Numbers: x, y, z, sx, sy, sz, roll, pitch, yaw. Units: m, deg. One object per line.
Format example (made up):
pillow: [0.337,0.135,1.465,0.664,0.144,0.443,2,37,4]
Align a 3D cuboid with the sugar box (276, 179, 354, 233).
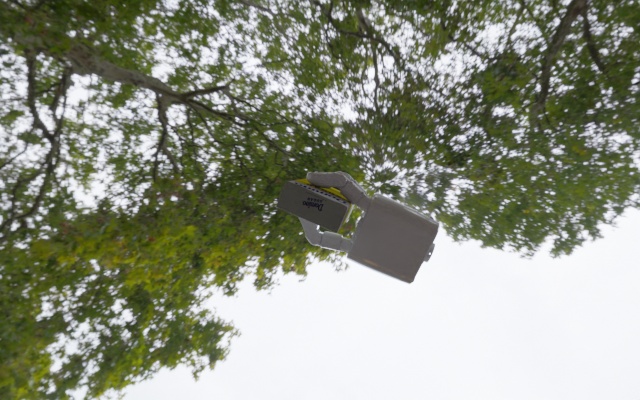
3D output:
sugar box: [0.000,0.002,0.724,0.093,0.048,0.176,23,4,5]
